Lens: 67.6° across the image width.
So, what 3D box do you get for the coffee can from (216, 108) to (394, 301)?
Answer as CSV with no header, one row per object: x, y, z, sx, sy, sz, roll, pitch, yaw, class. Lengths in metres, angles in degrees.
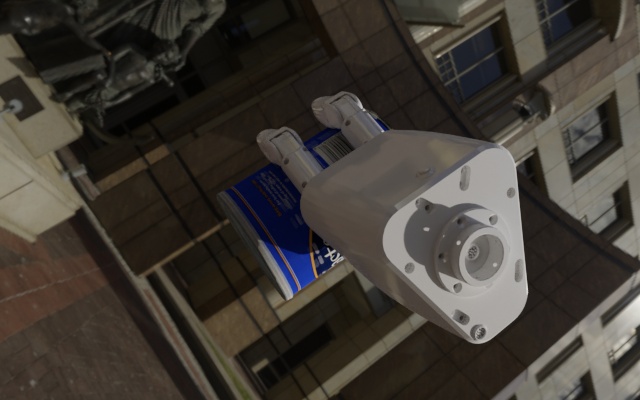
0.000,0.001,0.402,0.140,0.103,0.103,-34,8,-13,coffee can
